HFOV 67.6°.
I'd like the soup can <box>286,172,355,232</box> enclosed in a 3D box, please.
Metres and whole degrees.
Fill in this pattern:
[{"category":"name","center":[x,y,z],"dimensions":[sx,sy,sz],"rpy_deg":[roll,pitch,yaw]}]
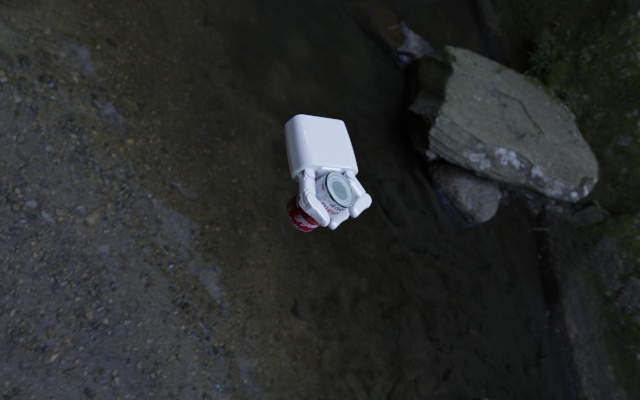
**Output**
[{"category":"soup can","center":[0.000,0.003,0.814],"dimensions":[0.102,0.068,0.068],"rpy_deg":[-32,-21,37]}]
